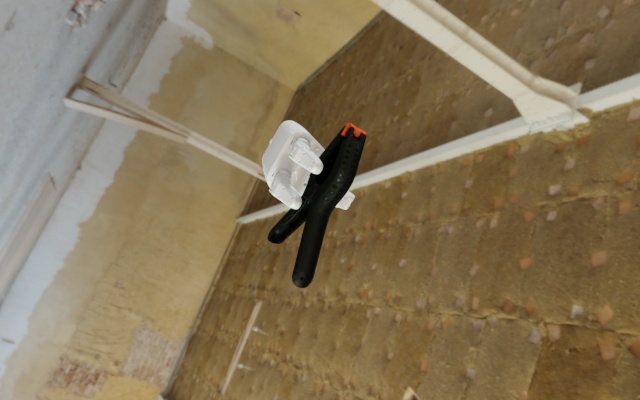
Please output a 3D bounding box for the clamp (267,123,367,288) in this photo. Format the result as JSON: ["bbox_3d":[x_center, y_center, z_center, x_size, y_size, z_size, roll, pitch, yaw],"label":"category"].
[{"bbox_3d":[0.001,0.002,0.617,0.036,0.210,0.164,26,13,-24],"label":"clamp"}]
